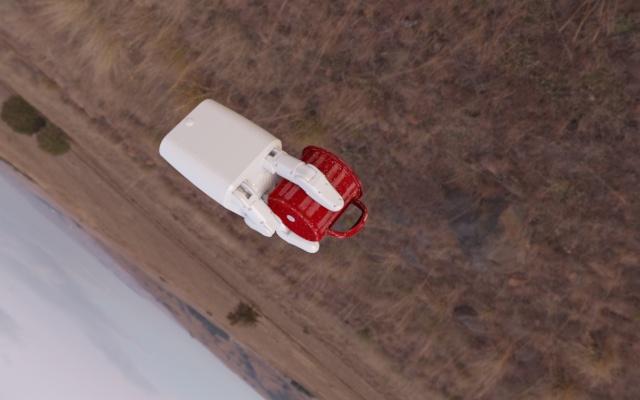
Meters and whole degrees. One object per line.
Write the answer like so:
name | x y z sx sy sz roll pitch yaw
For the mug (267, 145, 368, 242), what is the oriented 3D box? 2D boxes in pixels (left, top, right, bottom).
mug | 0.001 0.003 0.570 0.117 0.081 0.093 35 -21 15
